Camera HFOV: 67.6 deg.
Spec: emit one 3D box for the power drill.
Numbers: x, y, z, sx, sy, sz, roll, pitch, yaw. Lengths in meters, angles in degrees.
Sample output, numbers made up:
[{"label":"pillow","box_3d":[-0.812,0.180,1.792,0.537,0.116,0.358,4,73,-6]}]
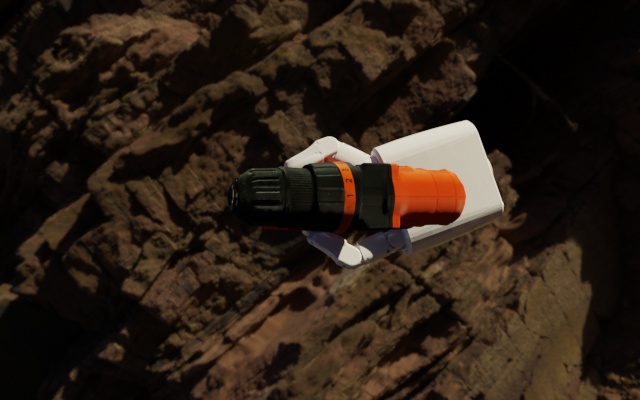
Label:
[{"label":"power drill","box_3d":[0.000,0.001,0.417,0.184,0.057,0.187,2,-1,-21]}]
